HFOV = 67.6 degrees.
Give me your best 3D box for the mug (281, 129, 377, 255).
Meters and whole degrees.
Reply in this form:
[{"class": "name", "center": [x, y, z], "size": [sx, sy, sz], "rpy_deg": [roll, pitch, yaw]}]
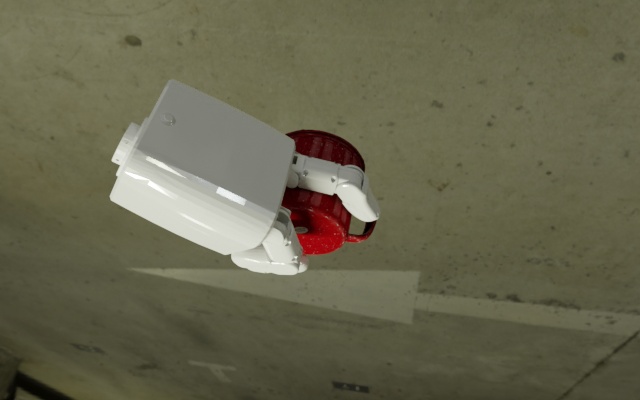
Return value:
[{"class": "mug", "center": [0.001, 0.002, 0.441], "size": [0.117, 0.081, 0.093], "rpy_deg": [26, -37, -19]}]
